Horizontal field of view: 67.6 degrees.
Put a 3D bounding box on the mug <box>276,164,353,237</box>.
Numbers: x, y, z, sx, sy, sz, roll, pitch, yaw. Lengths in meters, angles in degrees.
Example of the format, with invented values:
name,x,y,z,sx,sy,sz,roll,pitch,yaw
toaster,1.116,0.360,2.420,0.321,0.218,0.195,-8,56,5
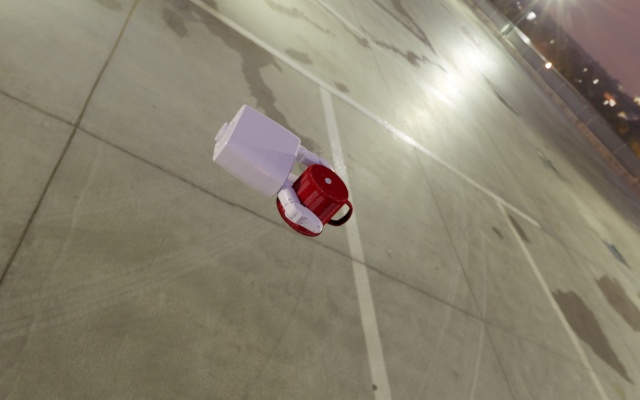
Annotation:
name,x,y,z,sx,sy,sz,roll,pitch,yaw
mug,0.001,0.003,0.759,0.117,0.081,0.093,31,32,-21
